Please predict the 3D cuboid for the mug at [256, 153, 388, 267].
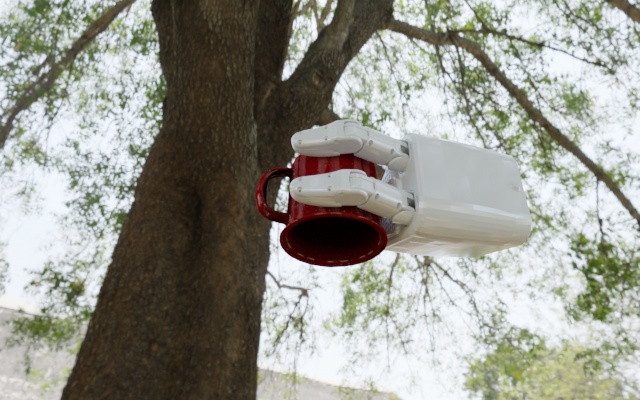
[{"bbox_3d":[-0.001,0.001,0.428,0.117,0.081,0.093,10,-35,-13],"label":"mug"}]
